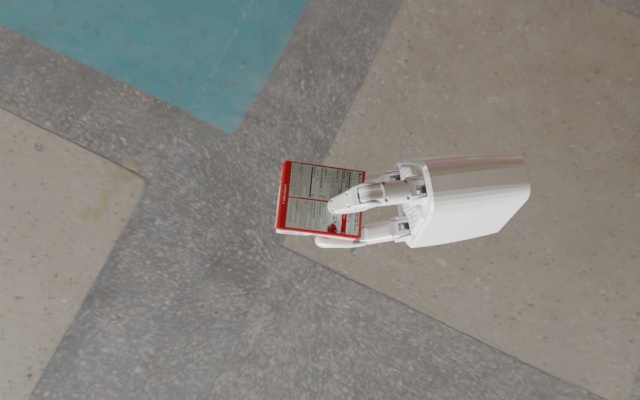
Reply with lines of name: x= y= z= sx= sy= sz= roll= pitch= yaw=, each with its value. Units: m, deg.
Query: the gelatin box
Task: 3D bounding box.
gelatin box: x=0.000 y=0.002 z=0.501 sx=0.089 sy=0.073 sz=0.030 roll=7 pitch=-13 yaw=-10
